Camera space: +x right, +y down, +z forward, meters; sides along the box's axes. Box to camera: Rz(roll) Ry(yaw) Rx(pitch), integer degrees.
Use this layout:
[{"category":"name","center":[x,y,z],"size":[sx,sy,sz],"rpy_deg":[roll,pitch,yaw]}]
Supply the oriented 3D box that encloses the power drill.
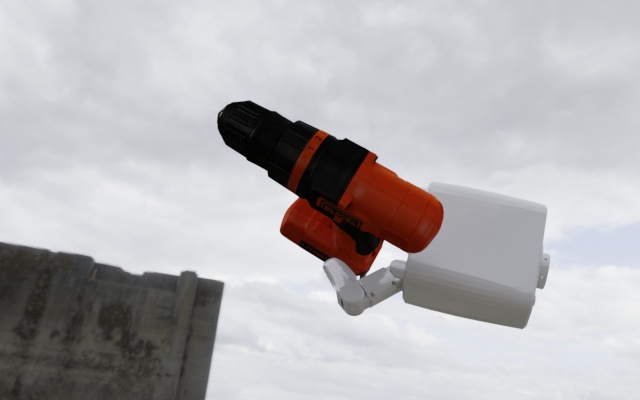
[{"category":"power drill","center":[0.000,0.002,0.419],"size":[0.184,0.057,0.188],"rpy_deg":[31,-16,7]}]
